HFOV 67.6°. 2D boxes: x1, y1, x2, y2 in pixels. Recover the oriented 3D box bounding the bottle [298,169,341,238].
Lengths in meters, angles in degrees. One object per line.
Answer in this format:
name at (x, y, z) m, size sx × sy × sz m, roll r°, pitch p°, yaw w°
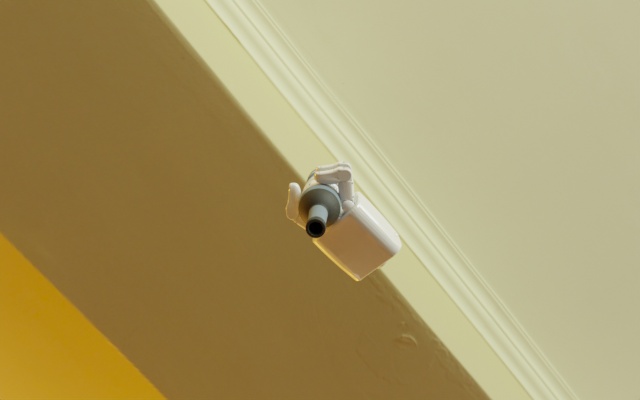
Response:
bottle at (0.000, 0.002, 0.777) m, size 0.069 × 0.069 × 0.295 m, roll 0°, pitch 14°, yaw 3°
